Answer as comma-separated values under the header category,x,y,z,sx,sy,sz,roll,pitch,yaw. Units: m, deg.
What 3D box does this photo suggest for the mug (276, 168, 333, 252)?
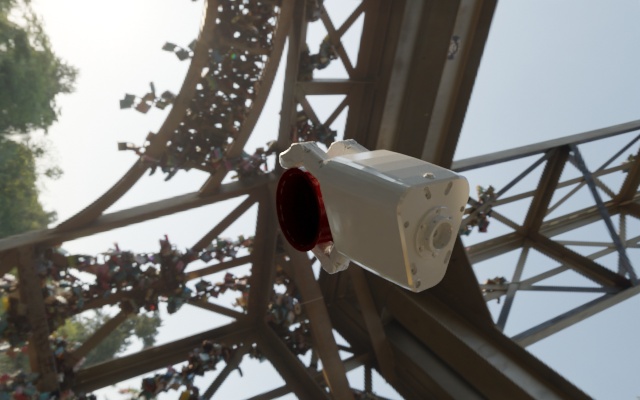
category,x,y,z,sx,sy,sz,roll,pitch,yaw
mug,-0.001,0.001,0.554,0.081,0.093,0.117,-9,23,-34
